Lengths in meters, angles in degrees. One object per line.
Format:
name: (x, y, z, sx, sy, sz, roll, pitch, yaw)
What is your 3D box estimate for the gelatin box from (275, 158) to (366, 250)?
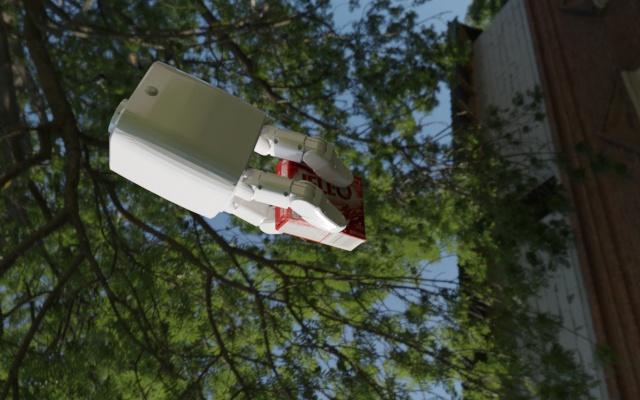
gelatin box: (0.000, 0.002, 0.462, 0.089, 0.073, 0.030, 18, -37, -28)
